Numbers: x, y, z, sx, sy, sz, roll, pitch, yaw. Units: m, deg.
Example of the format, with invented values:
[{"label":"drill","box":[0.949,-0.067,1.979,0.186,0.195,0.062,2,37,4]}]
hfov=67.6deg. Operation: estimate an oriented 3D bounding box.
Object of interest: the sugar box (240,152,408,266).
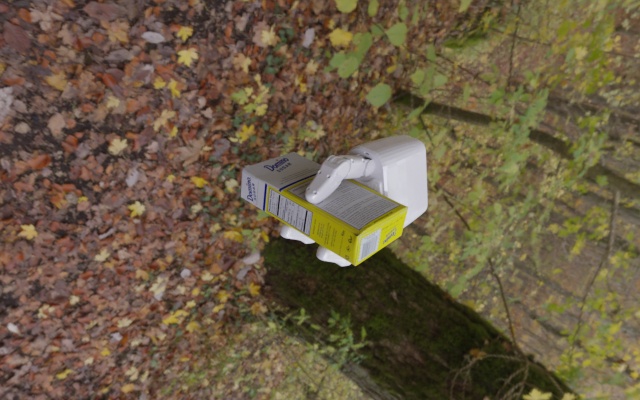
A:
[{"label":"sugar box","box":[0.000,0.002,0.550,0.176,0.048,0.093,26,33,33]}]
